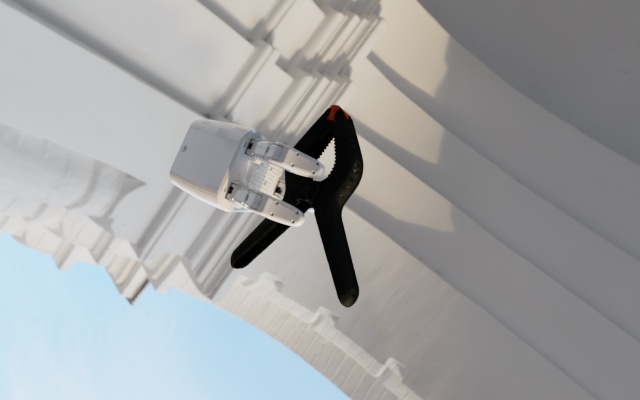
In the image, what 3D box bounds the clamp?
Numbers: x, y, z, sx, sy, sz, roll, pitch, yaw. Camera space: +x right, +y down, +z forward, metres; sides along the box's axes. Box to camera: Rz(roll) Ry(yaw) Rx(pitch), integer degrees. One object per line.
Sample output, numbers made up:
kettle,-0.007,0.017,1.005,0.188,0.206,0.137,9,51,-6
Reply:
clamp,0.001,0.001,0.509,0.164,0.210,0.036,20,-5,34
